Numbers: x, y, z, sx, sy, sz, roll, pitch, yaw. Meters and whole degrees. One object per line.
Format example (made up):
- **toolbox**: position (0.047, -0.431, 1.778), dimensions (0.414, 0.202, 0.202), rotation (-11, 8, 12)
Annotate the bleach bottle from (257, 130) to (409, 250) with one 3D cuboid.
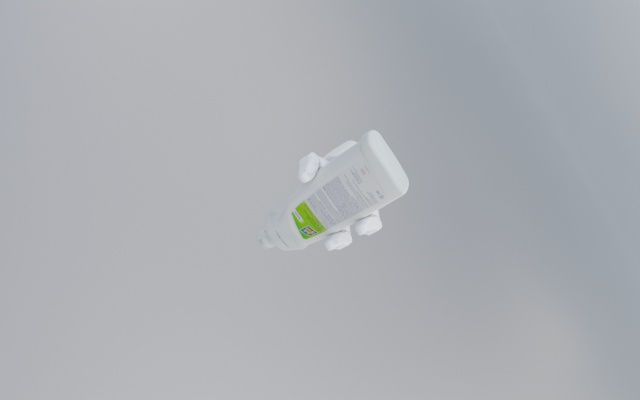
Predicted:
- **bleach bottle**: position (0.000, 0.002, 0.712), dimensions (0.251, 0.102, 0.068), rotation (-30, 10, 27)
